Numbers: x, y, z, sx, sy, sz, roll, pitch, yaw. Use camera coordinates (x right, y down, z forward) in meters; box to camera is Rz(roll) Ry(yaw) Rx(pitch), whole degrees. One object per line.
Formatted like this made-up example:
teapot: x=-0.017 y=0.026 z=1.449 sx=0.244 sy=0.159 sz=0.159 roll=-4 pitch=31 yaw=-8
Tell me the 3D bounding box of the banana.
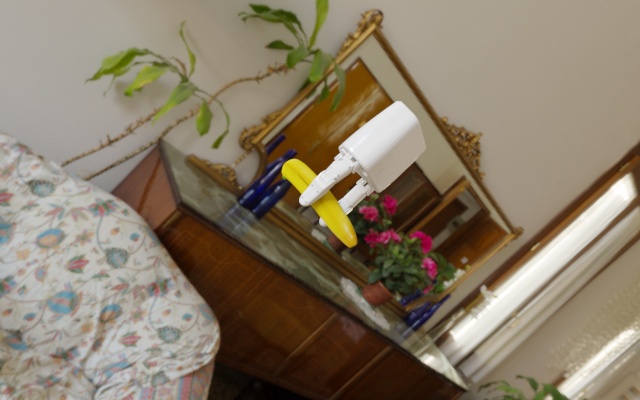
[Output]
banana: x=-0.008 y=-0.009 z=0.729 sx=0.197 sy=0.037 sz=0.070 roll=48 pitch=-7 yaw=37
